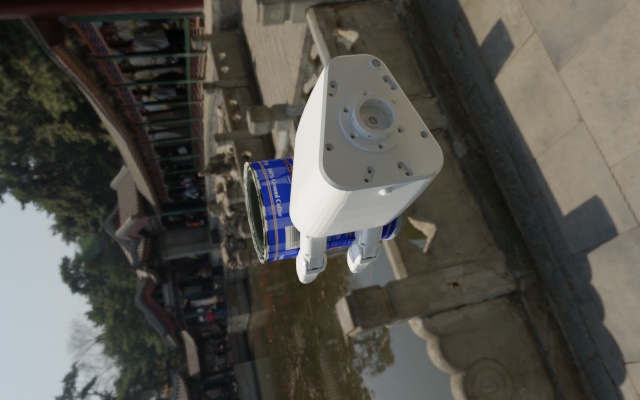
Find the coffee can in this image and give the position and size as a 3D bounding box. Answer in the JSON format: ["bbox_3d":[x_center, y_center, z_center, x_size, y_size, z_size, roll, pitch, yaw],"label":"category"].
[{"bbox_3d":[0.000,0.002,0.493,0.140,0.103,0.103,-9,2,-15],"label":"coffee can"}]
